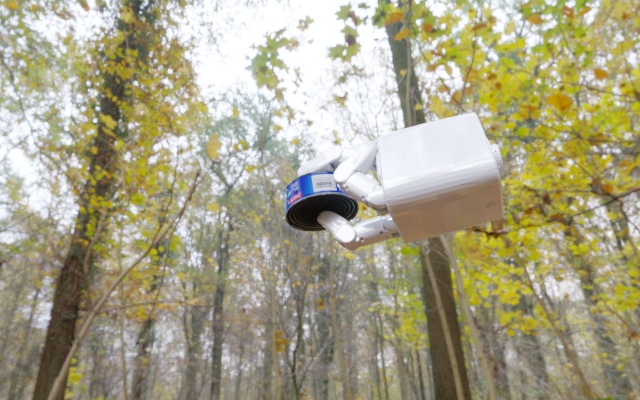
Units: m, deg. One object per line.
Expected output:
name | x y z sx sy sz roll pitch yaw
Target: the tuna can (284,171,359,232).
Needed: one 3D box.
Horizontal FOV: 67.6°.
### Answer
tuna can | 0.000 0.001 0.560 0.086 0.033 0.086 -7 -31 -4
